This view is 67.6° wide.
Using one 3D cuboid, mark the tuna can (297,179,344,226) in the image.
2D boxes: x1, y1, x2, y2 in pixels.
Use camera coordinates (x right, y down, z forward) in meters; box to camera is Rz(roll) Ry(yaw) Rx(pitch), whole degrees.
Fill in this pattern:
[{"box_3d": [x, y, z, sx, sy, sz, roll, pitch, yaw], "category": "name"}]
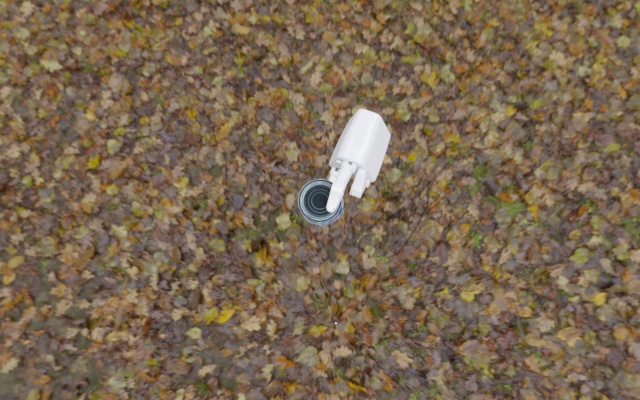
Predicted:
[{"box_3d": [0.000, 0.003, 0.894, 0.086, 0.086, 0.034, 0, -9, 4], "category": "tuna can"}]
